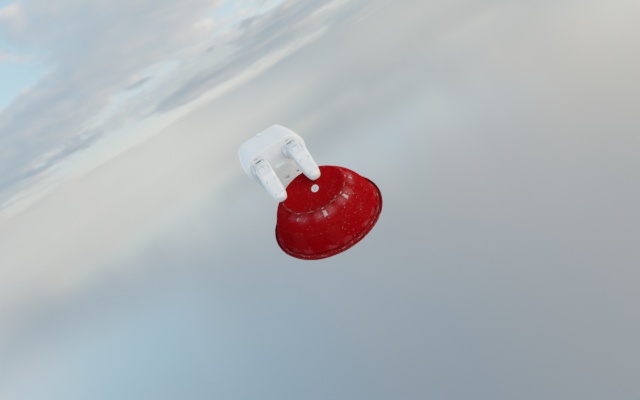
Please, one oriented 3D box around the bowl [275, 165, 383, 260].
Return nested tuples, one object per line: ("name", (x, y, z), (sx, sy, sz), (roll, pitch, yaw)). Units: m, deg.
("bowl", (0.001, 0.002, 0.652), (0.162, 0.162, 0.055), (0, -43, 31))
